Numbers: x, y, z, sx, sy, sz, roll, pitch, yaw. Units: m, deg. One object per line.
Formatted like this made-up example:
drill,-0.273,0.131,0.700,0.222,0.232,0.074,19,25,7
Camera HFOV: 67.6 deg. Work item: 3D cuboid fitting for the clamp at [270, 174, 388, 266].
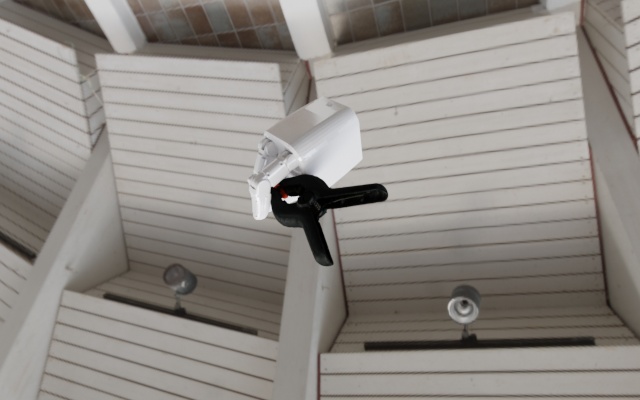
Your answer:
clamp,0.000,0.002,0.599,0.120,0.039,0.171,-38,43,-15
